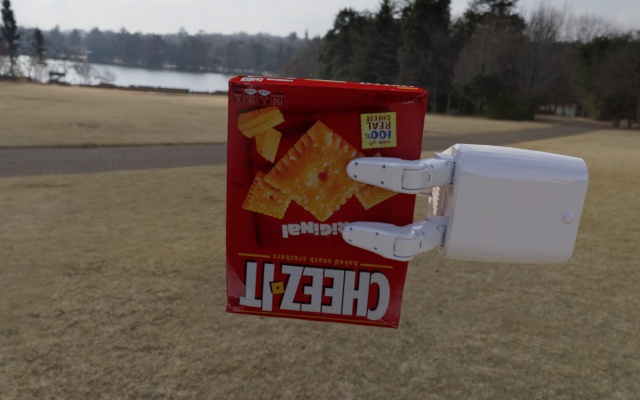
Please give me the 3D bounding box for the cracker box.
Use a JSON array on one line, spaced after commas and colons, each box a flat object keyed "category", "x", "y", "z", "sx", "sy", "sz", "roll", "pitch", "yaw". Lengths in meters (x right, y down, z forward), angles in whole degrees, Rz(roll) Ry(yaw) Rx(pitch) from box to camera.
[{"category": "cracker box", "x": 0.000, "y": 0.001, "z": 0.433, "sx": 0.164, "sy": 0.214, "sz": 0.072, "roll": 5, "pitch": 16, "yaw": 3}]
